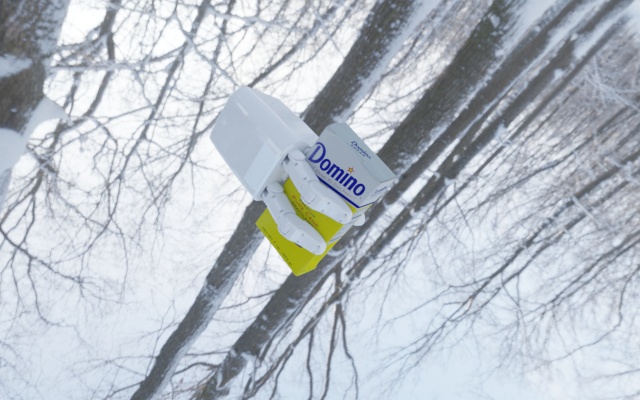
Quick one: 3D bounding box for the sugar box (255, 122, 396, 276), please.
[{"bbox_3d":[0.000,0.002,0.574,0.048,0.093,0.176,-20,-27,-51],"label":"sugar box"}]
